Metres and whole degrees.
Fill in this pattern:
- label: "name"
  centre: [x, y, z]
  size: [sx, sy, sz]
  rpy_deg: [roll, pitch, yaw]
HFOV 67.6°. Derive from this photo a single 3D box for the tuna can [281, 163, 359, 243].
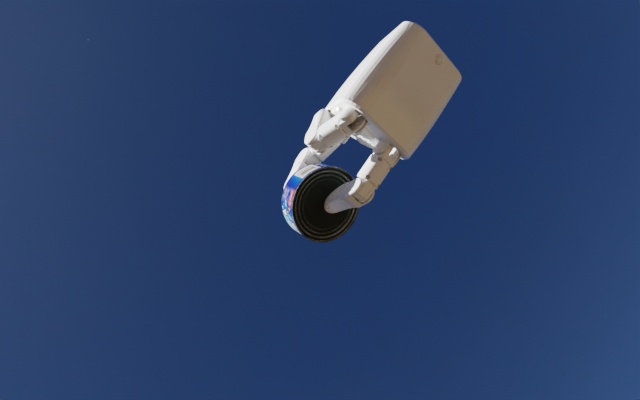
- label: "tuna can"
  centre: [0.000, 0.002, 0.538]
  size: [0.086, 0.086, 0.033]
  rpy_deg: [0, 12, -29]
